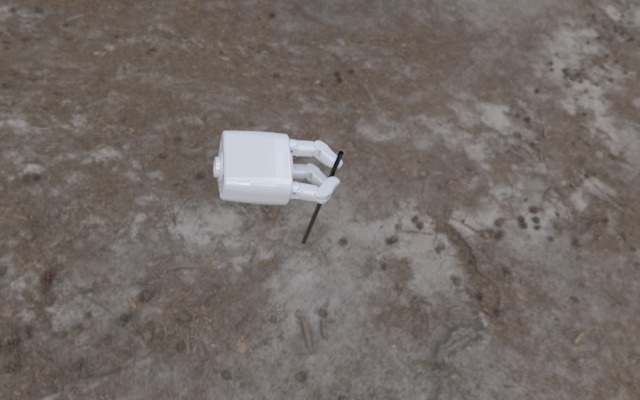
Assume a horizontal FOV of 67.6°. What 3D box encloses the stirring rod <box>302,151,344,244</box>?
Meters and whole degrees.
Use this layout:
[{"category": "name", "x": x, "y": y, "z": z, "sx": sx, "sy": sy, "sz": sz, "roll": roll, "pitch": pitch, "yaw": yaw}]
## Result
[{"category": "stirring rod", "x": 0.000, "y": 0.003, "z": 0.846, "sx": 0.011, "sy": 0.011, "sz": 0.240, "roll": 0, "pitch": -41, "yaw": -21}]
